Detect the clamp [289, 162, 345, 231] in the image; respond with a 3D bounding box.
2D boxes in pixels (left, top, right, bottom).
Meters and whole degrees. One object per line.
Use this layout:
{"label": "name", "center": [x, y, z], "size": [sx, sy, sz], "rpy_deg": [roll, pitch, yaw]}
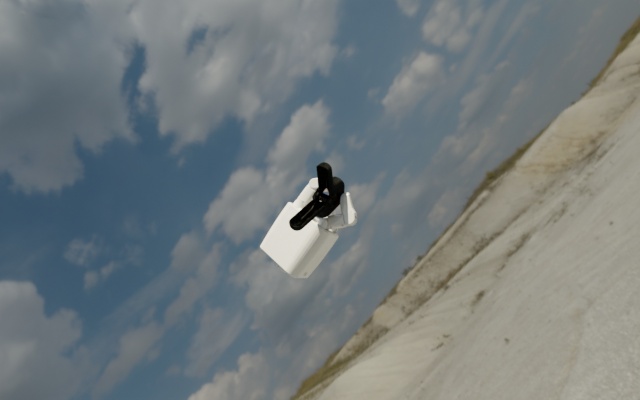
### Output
{"label": "clamp", "center": [0.000, 0.002, 0.830], "size": [0.039, 0.120, 0.171], "rpy_deg": [36, 3, 19]}
